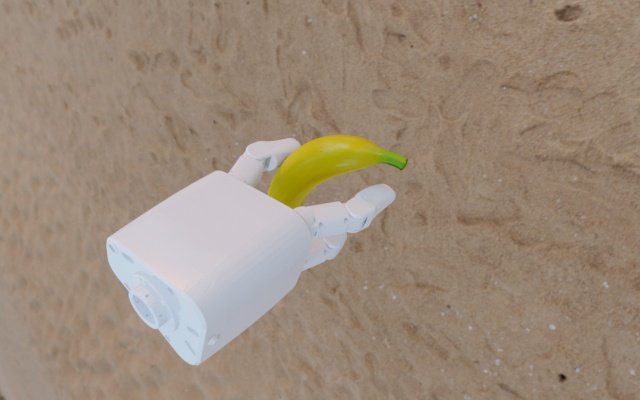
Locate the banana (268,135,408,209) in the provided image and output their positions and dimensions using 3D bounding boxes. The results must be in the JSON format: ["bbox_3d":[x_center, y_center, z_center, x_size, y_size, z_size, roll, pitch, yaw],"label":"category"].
[{"bbox_3d":[-0.010,-0.013,0.450,0.198,0.069,0.037,-31,14,50],"label":"banana"}]
